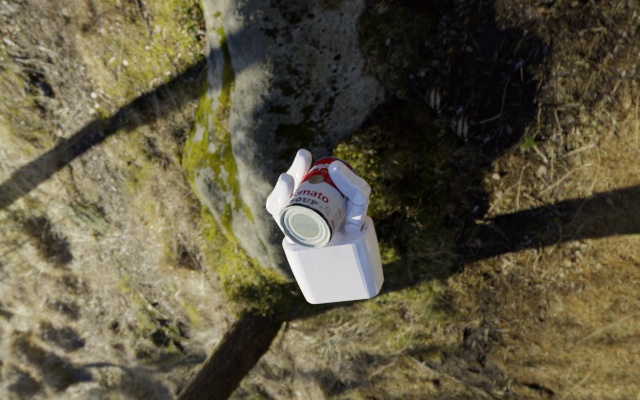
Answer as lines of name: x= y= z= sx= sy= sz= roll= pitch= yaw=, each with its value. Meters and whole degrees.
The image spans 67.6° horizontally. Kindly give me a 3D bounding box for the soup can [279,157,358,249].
soup can: x=0.000 y=0.002 z=0.582 sx=0.068 sy=0.068 sz=0.102 roll=0 pitch=36 yaw=28
